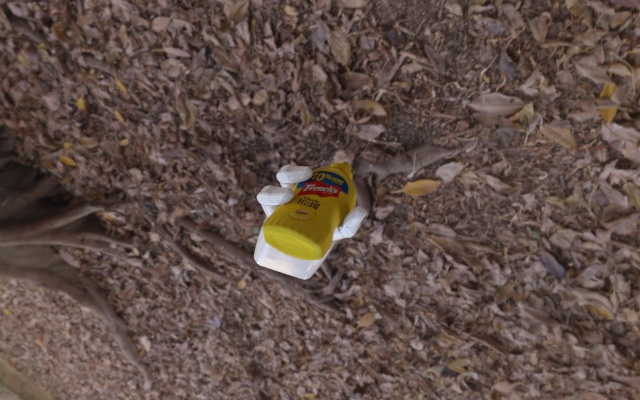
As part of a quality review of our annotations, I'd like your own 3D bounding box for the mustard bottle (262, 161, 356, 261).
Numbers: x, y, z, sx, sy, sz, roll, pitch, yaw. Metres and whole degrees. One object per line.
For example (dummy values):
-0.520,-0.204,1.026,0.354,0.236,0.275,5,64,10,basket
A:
0.000,0.002,0.717,0.096,0.058,0.191,14,45,23,mustard bottle
